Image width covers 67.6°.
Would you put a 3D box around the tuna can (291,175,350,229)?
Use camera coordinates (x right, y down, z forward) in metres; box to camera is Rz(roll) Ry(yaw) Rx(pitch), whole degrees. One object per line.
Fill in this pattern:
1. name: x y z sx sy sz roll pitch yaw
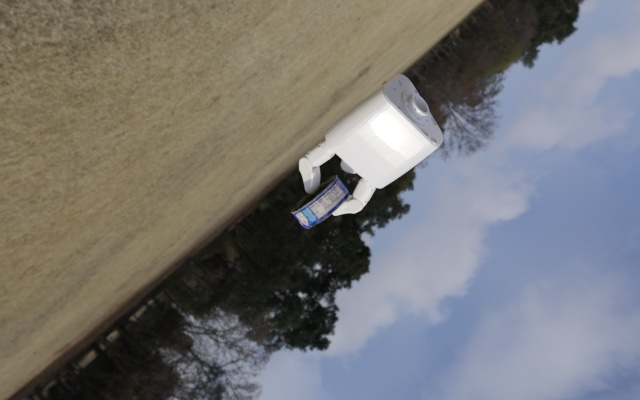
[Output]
1. tuna can: 0.000 0.003 0.693 0.086 0.034 0.086 -38 9 7
